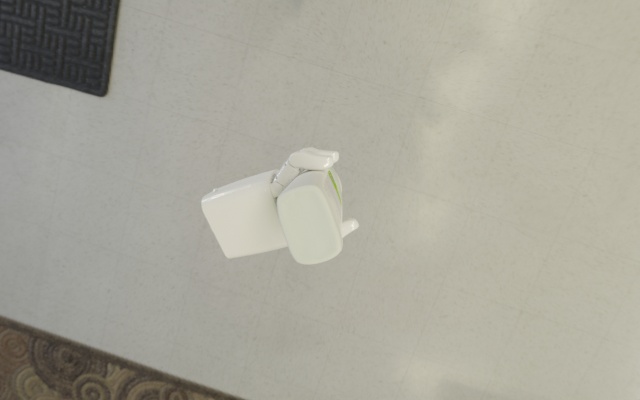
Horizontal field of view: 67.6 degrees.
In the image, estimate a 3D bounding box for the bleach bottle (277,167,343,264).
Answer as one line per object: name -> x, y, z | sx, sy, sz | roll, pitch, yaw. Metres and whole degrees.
bleach bottle -> 0.000, 0.002, 0.692 | 0.068, 0.102, 0.250 | -16, 10, 10
